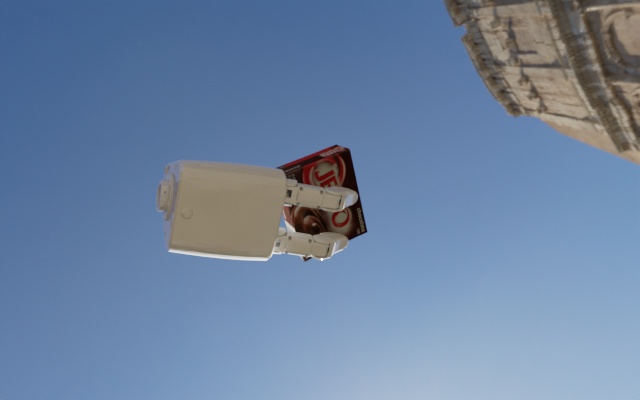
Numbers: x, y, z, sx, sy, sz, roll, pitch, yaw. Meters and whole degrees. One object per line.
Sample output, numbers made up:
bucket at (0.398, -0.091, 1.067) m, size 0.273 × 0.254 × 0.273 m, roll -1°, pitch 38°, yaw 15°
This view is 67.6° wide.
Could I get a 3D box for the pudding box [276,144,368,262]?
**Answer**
pudding box at (0.000, 0.002, 0.558) m, size 0.090 × 0.113 × 0.039 m, roll -23°, pitch 27°, yaw -19°
